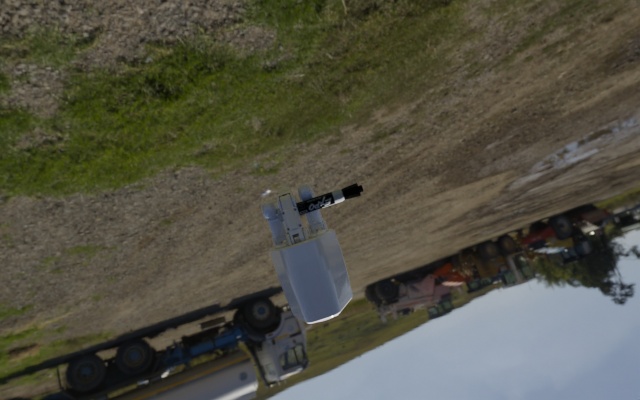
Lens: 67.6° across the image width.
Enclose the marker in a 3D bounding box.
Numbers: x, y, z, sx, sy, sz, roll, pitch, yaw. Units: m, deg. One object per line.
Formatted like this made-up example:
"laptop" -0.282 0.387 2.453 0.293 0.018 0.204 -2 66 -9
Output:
"marker" 0.000 0.002 0.652 0.121 0.020 0.020 -18 0 1
